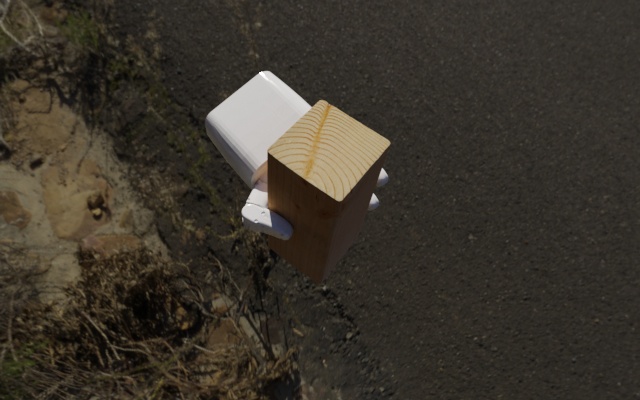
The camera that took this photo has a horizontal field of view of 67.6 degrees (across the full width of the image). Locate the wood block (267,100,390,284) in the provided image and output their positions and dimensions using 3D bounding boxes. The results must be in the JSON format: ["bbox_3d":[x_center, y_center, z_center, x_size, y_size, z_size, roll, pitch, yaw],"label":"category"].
[{"bbox_3d":[0.000,0.002,0.545,0.090,0.090,0.206,35,-28,15],"label":"wood block"}]
